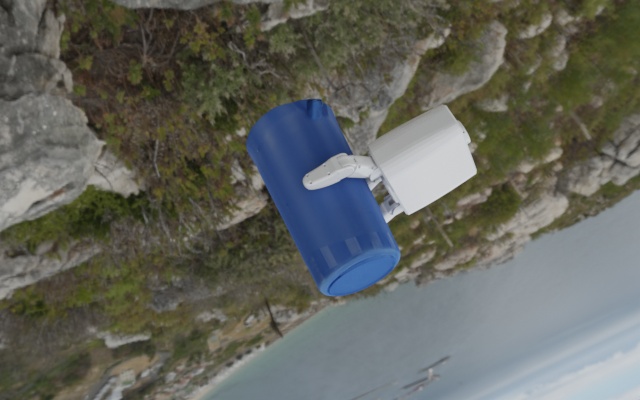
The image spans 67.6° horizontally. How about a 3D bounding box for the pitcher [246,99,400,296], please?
[{"bbox_3d":[0.000,0.002,0.630,0.145,0.242,0.149,-30,-28,8],"label":"pitcher"}]
